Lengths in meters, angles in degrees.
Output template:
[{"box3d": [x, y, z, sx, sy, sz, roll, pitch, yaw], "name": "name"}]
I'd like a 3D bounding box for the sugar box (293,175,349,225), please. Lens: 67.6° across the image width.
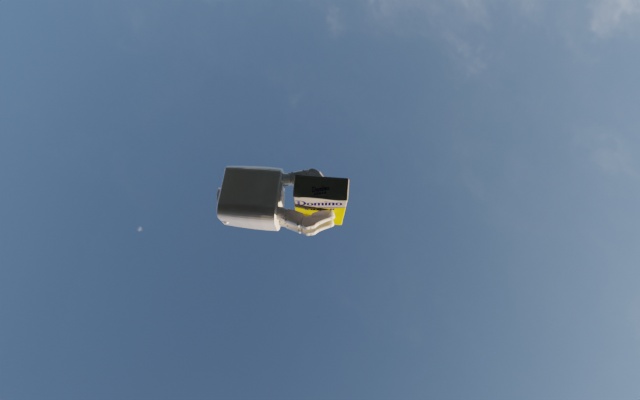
[{"box3d": [0.000, 0.003, 0.868, 0.093, 0.048, 0.176, 4, -14, 1], "name": "sugar box"}]
